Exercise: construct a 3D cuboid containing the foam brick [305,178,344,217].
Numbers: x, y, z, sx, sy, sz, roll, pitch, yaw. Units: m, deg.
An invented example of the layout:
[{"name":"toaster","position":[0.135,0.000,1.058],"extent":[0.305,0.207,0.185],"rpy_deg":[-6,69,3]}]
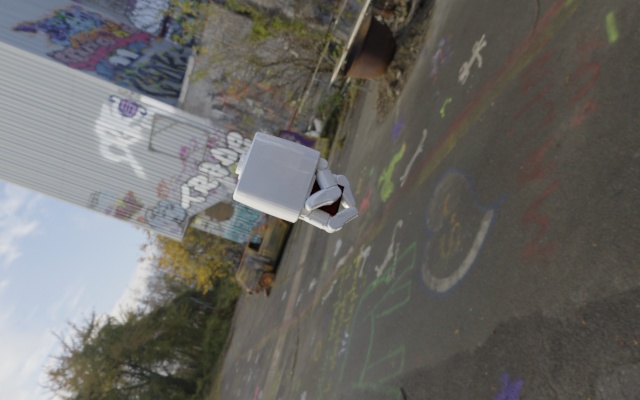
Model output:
[{"name":"foam brick","position":[0.000,0.003,0.792],"extent":[0.051,0.053,0.078],"rpy_deg":[19,-22,-8]}]
